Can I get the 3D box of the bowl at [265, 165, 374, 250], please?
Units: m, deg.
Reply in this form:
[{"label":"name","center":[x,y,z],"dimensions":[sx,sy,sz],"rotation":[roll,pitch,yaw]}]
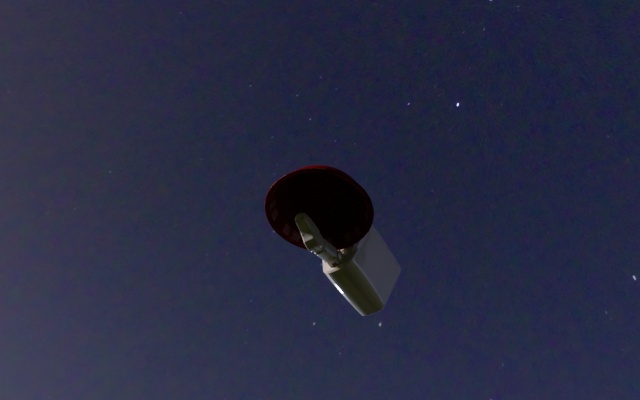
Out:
[{"label":"bowl","center":[0.000,0.001,0.719],"dimensions":[0.162,0.162,0.055],"rotation":[0,40,8]}]
